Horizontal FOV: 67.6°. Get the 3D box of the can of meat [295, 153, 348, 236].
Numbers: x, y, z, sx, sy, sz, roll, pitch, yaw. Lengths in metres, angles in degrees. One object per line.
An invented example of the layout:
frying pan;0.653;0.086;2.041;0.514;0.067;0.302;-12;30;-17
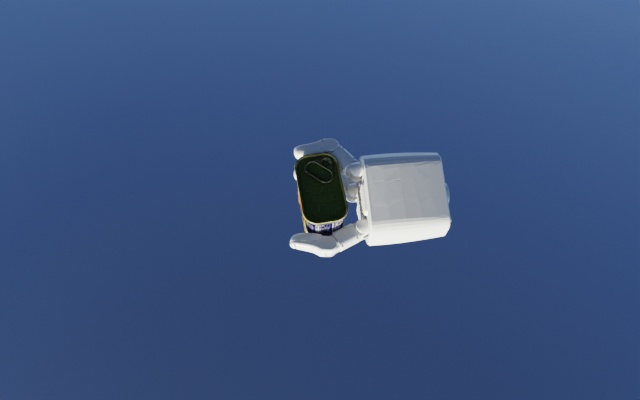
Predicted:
can of meat;0.000;0.002;0.639;0.057;0.102;0.084;-9;-28;-5
